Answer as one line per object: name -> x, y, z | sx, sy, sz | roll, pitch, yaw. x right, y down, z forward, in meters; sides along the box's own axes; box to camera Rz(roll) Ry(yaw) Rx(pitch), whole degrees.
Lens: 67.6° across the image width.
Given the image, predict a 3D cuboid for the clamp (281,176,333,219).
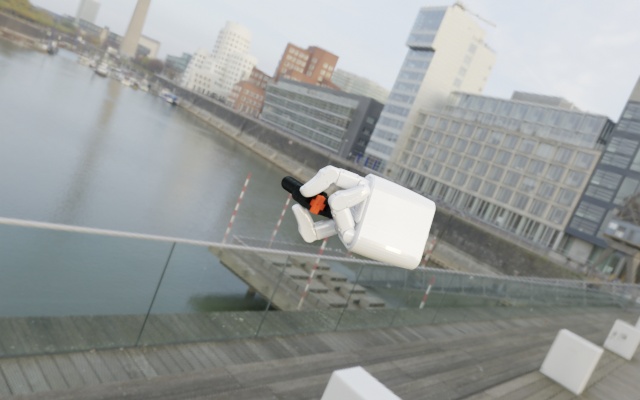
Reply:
clamp -> 0.000, 0.002, 0.761 | 0.120, 0.039, 0.171 | 20, 7, -13
